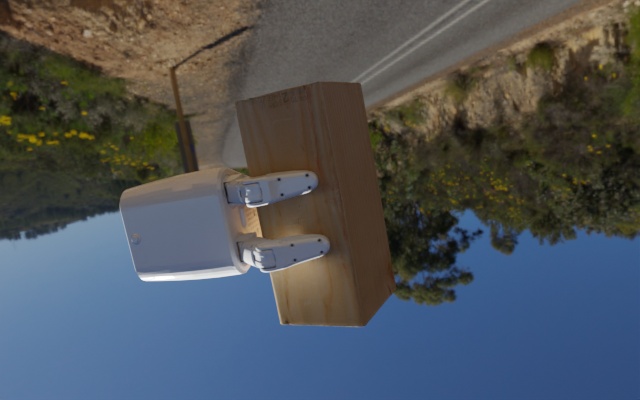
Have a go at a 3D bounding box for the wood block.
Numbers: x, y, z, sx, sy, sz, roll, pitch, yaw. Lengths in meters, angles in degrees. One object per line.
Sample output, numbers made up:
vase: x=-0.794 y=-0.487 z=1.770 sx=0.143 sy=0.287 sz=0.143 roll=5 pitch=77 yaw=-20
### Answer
wood block: x=0.000 y=0.002 z=0.447 sx=0.090 sy=0.206 sz=0.091 roll=-6 pitch=9 yaw=28
